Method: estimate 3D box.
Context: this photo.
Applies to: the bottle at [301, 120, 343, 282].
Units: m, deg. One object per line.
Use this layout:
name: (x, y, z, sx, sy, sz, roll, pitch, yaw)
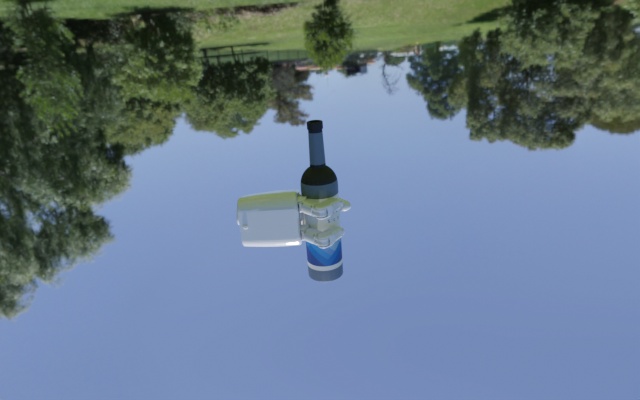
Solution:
bottle: (0.000, 0.003, 0.860, 0.069, 0.296, 0.069, -4, 22, 1)
